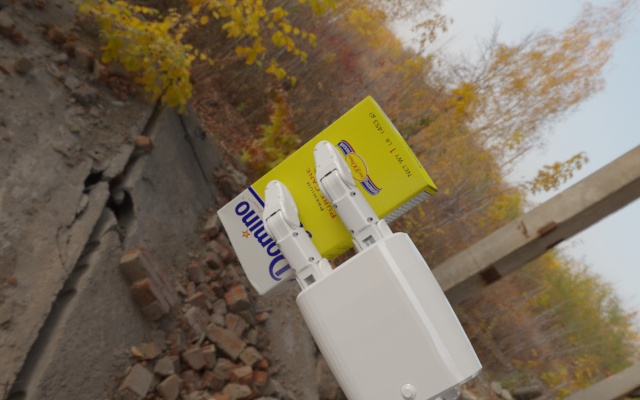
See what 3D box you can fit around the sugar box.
[{"bbox_3d":[0.000,0.001,0.415,0.176,0.093,0.048,-35,-19,15],"label":"sugar box"}]
